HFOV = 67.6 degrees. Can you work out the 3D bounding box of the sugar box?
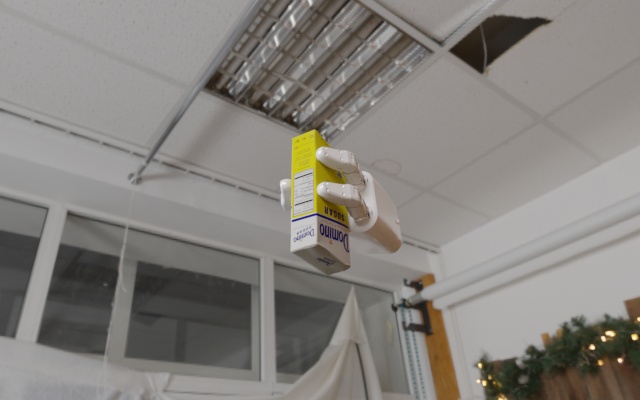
[{"bbox_3d":[0.001,0.002,0.646,0.048,0.176,0.093,-20,-35,23],"label":"sugar box"}]
